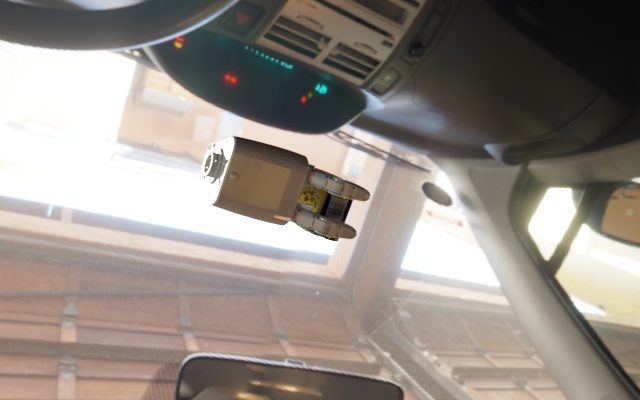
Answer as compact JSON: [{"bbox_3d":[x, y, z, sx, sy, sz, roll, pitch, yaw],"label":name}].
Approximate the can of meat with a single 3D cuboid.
[{"bbox_3d":[0.000,0.003,0.681,0.057,0.084,0.102,16,8,-35],"label":"can of meat"}]
